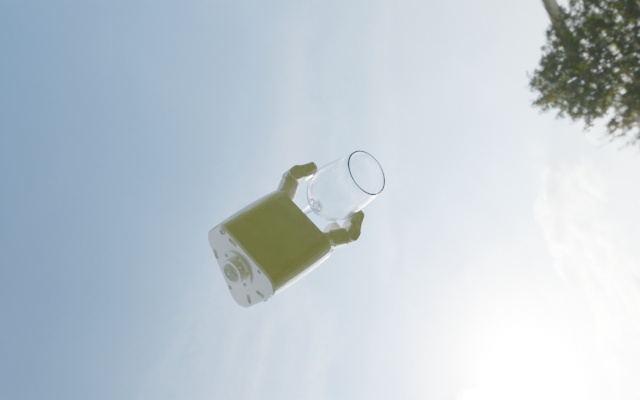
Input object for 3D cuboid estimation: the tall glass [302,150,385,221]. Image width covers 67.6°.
[{"bbox_3d":[0.000,0.002,0.669,0.079,0.079,0.201,0,-22,-40],"label":"tall glass"}]
